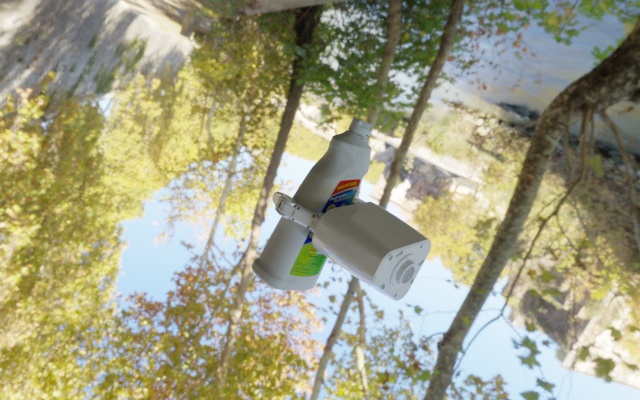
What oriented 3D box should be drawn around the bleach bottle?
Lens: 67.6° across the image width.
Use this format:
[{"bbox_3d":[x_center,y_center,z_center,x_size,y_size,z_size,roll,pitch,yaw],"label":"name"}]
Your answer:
[{"bbox_3d":[0.000,0.002,0.664,0.068,0.251,0.102,33,12,37],"label":"bleach bottle"}]
